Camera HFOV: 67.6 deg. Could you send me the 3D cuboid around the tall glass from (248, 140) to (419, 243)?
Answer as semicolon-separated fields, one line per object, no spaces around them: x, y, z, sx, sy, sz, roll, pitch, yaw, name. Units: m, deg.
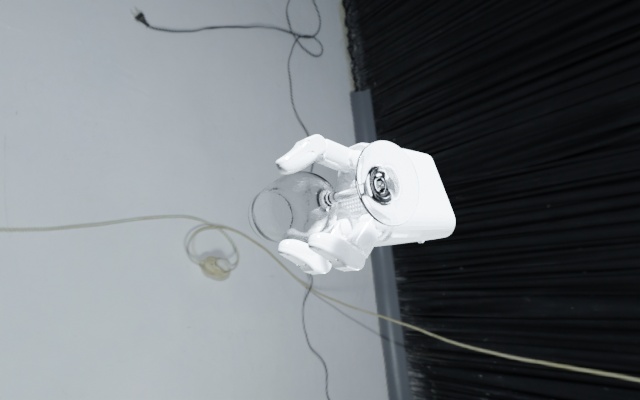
0.000;0.001;0.482;0.079;0.079;0.201;0;-10;-37;tall glass
